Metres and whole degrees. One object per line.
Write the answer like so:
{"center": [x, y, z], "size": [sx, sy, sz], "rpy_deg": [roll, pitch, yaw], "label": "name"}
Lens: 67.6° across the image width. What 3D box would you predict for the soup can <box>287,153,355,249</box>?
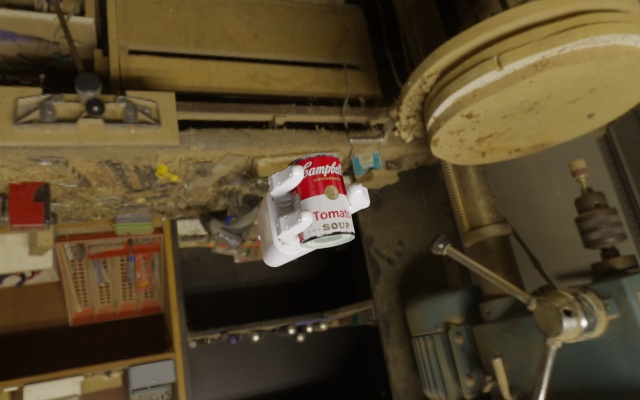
{"center": [0.000, 0.002, 0.584], "size": [0.068, 0.102, 0.068], "rpy_deg": [-10, -16, -3], "label": "soup can"}
